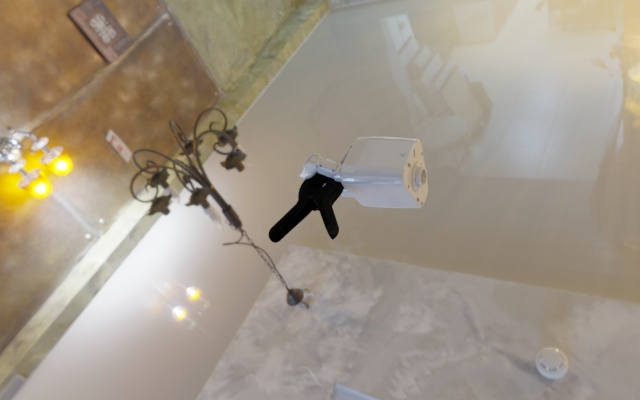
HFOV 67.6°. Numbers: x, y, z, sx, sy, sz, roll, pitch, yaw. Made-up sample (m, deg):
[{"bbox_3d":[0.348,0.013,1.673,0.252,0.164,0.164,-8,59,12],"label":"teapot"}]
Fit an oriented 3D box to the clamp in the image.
[{"bbox_3d":[0.000,0.003,0.762,0.120,0.171,0.039,6,-39,32],"label":"clamp"}]
